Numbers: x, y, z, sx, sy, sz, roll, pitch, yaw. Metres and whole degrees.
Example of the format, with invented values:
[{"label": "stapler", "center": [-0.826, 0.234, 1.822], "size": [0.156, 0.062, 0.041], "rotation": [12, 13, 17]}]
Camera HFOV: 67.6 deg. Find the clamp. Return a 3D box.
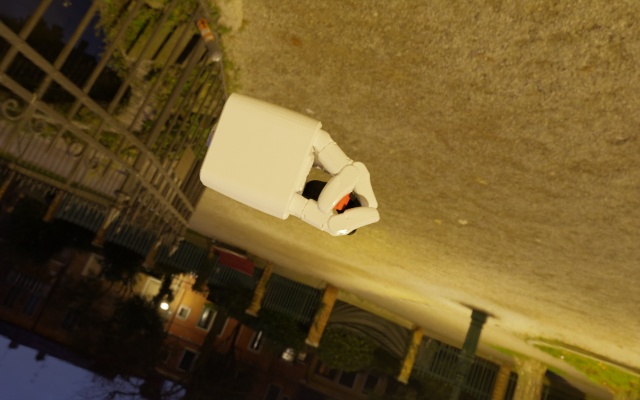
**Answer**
[{"label": "clamp", "center": [0.000, 0.003, 0.613], "size": [0.120, 0.039, 0.171], "rotation": [21, -13, 2]}]
